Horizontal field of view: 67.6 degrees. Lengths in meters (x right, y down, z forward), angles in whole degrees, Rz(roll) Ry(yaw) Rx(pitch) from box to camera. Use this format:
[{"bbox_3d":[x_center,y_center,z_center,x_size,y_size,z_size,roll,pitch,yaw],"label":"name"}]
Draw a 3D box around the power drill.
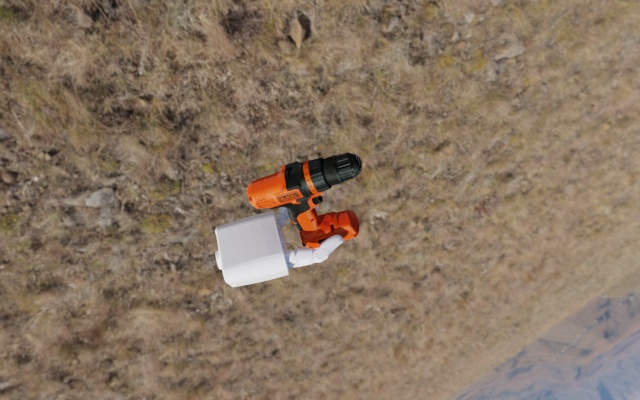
[{"bbox_3d":[0.000,0.003,0.778,0.184,0.057,0.188,-15,-38,16],"label":"power drill"}]
